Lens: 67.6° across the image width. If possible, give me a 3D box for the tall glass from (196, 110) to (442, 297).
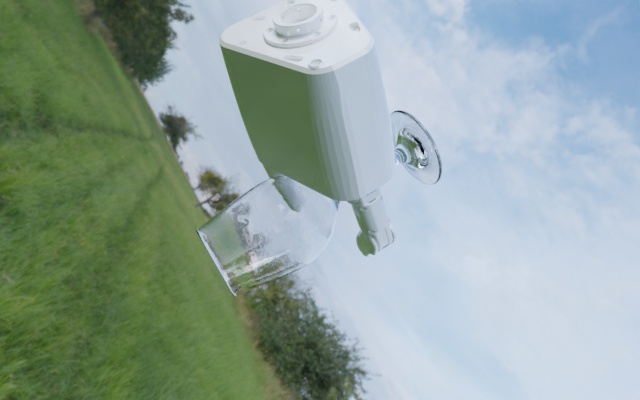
[{"bbox_3d":[0.001,0.001,0.402,0.201,0.079,0.079,-30,8,-14],"label":"tall glass"}]
